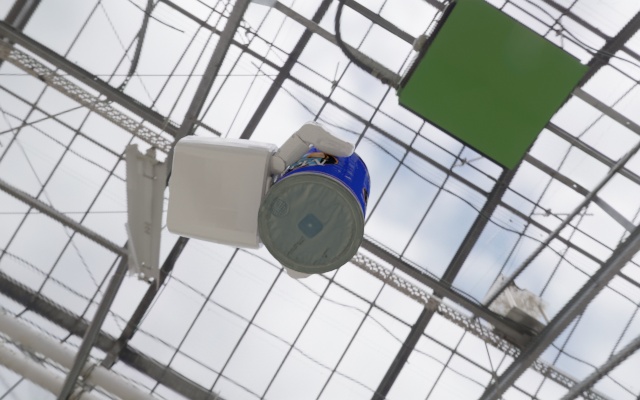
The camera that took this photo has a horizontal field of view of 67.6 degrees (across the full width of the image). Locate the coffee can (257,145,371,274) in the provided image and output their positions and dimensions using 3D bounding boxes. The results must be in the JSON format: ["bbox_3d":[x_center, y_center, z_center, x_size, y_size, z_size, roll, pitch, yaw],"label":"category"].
[{"bbox_3d":[0.000,0.002,0.514,0.103,0.103,0.140,0,19,9],"label":"coffee can"}]
